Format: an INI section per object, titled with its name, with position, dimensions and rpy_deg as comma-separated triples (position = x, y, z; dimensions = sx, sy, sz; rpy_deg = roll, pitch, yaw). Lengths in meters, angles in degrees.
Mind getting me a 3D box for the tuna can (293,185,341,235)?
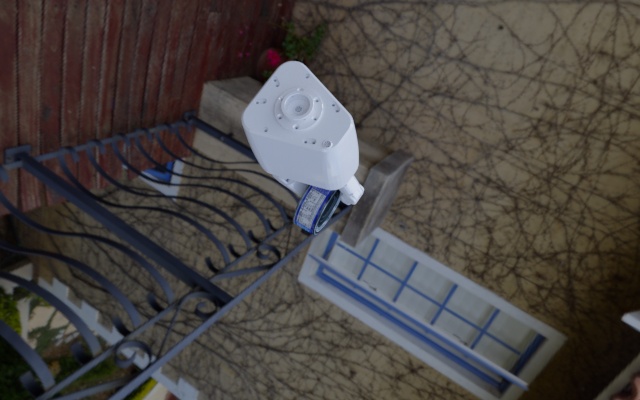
[tuna can]
position = 0.001, 0.002, 0.636
dimensions = 0.034, 0.086, 0.086
rpy_deg = 31, 6, 11
